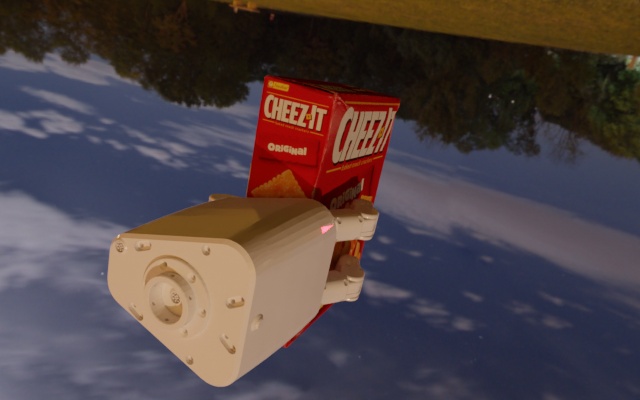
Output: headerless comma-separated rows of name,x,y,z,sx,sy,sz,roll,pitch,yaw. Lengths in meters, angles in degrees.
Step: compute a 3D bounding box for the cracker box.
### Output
cracker box,0.000,0.002,0.446,0.072,0.214,0.164,19,18,21
